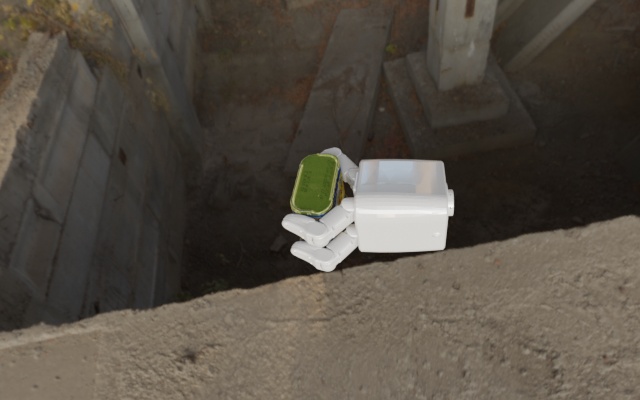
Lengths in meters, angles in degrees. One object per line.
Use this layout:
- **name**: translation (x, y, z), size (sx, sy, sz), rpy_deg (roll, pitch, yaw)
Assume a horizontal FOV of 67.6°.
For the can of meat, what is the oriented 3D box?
- **can of meat**: translation (0.000, 0.002, 0.616), size (0.057, 0.102, 0.084), rpy_deg (2, -38, 12)
